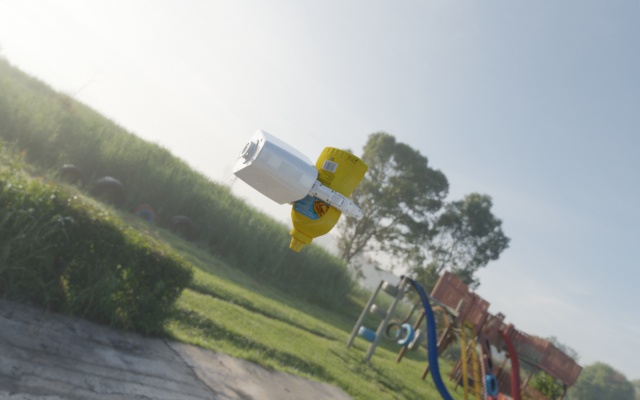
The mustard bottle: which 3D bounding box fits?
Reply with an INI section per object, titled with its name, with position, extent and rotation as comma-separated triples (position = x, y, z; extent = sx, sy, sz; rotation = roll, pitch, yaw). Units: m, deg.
[mustard bottle]
position = 0.000, 0.003, 0.835
extent = 0.096, 0.191, 0.058
rotation = 25, -7, 42
